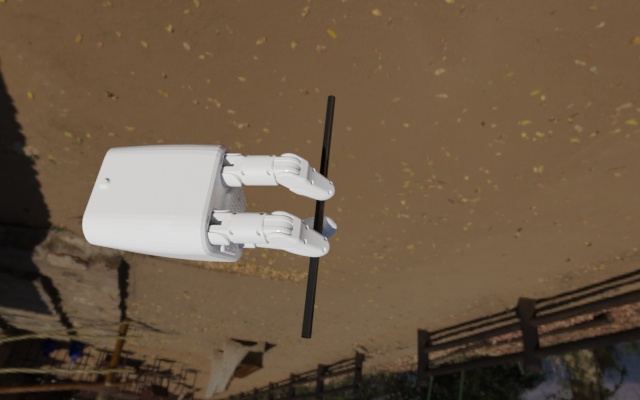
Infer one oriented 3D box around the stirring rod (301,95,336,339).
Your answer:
[{"bbox_3d":[0.000,0.001,0.429,0.011,0.239,0.011,5,-28,3],"label":"stirring rod"}]
